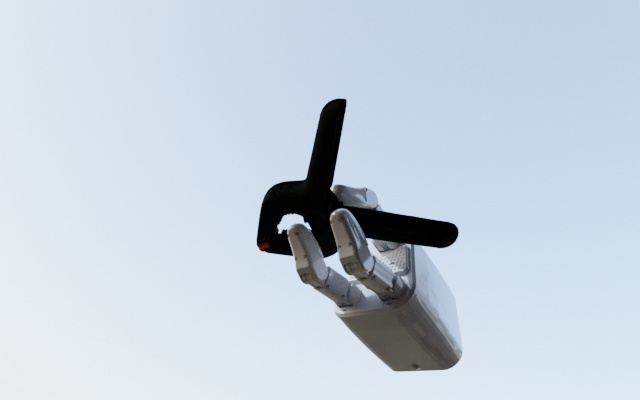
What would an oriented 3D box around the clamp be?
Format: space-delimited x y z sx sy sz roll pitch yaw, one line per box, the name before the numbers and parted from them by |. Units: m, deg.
clamp | 0.000 0.001 0.453 0.210 0.165 0.036 -19 29 40
